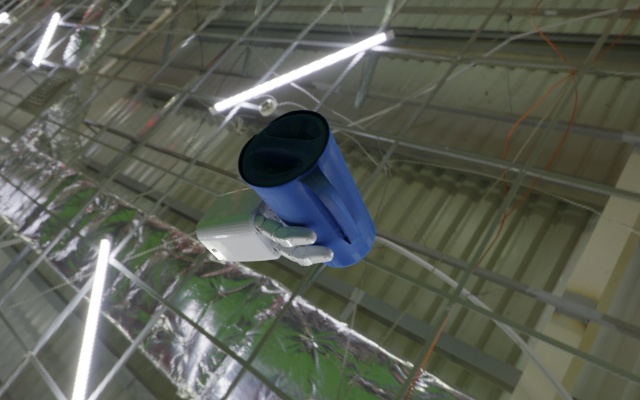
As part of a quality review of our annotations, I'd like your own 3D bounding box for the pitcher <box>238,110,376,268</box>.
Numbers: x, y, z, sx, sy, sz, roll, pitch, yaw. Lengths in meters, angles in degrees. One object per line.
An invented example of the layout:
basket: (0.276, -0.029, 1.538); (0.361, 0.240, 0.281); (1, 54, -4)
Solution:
pitcher: (0.000, 0.002, 0.694); (0.145, 0.149, 0.243); (-7, -39, 24)
